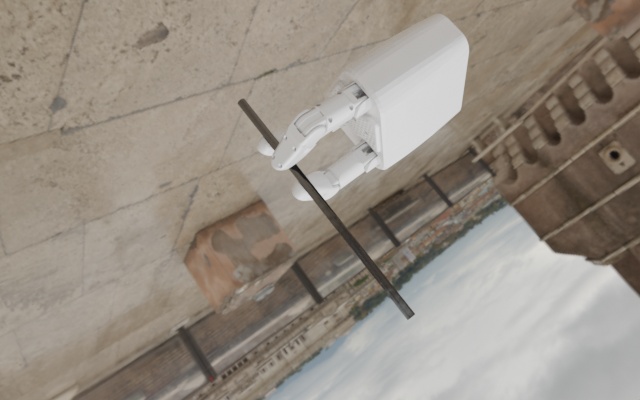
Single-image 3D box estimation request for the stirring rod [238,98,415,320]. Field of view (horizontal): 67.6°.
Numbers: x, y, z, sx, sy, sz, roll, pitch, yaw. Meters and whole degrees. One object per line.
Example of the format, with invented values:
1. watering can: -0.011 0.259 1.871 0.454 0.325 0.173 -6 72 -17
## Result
1. stirring rod: 0.000 0.001 0.409 0.011 0.239 0.011 -36 -13 -10
